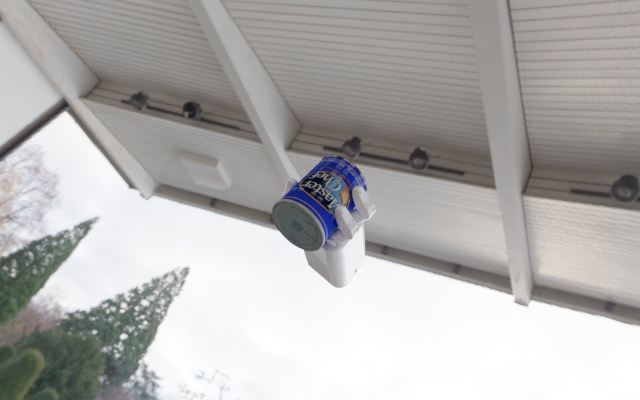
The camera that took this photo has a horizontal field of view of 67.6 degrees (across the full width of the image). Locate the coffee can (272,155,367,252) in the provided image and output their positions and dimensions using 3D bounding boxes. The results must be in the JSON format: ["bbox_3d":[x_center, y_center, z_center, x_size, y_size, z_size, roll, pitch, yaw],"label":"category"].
[{"bbox_3d":[0.000,0.003,0.810,0.103,0.103,0.140,0,36,43],"label":"coffee can"}]
